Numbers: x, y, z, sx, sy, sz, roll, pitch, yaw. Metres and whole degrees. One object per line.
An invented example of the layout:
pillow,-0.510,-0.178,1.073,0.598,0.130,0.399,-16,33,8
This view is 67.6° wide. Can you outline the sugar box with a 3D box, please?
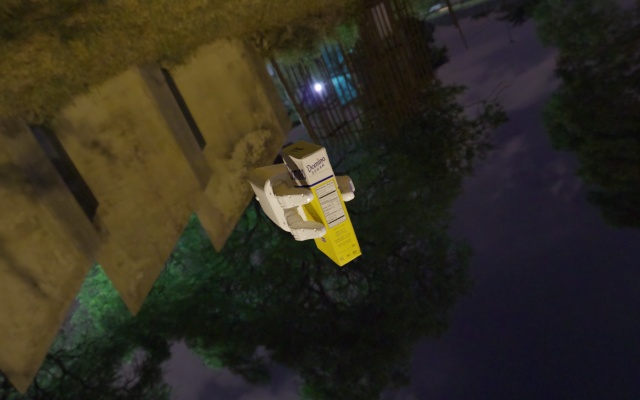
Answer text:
sugar box,0.000,0.003,0.712,0.048,0.176,0.093,-29,22,-15
